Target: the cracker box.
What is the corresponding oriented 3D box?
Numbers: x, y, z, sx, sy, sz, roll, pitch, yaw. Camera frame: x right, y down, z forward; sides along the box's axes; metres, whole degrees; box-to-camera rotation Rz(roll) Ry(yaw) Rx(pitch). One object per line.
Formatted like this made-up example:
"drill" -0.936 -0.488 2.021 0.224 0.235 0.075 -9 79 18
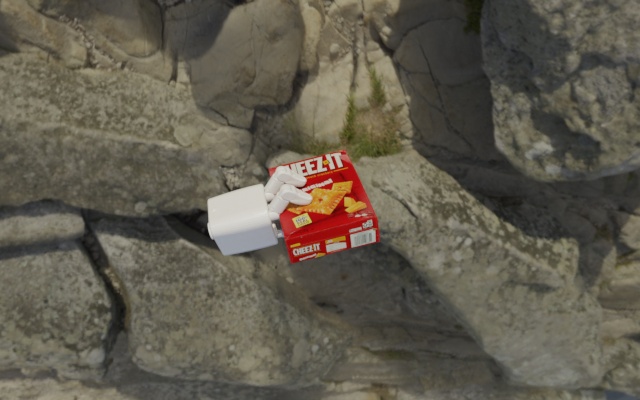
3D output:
"cracker box" 0.000 0.003 0.891 0.164 0.072 0.213 -14 41 -4
